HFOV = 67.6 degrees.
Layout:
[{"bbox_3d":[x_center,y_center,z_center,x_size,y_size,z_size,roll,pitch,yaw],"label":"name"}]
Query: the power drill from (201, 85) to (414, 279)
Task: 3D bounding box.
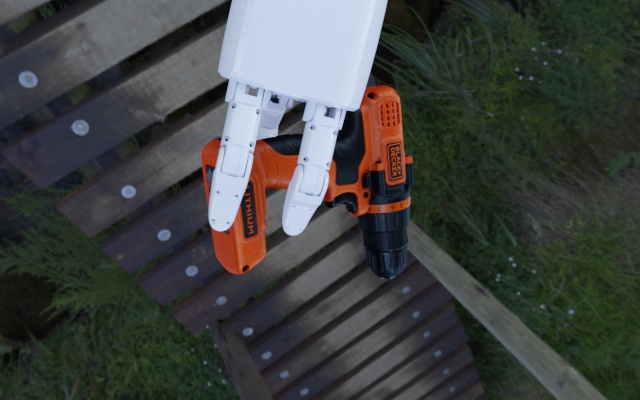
[{"bbox_3d":[0.000,0.001,0.415,0.187,0.184,0.057,-15,15,-31],"label":"power drill"}]
